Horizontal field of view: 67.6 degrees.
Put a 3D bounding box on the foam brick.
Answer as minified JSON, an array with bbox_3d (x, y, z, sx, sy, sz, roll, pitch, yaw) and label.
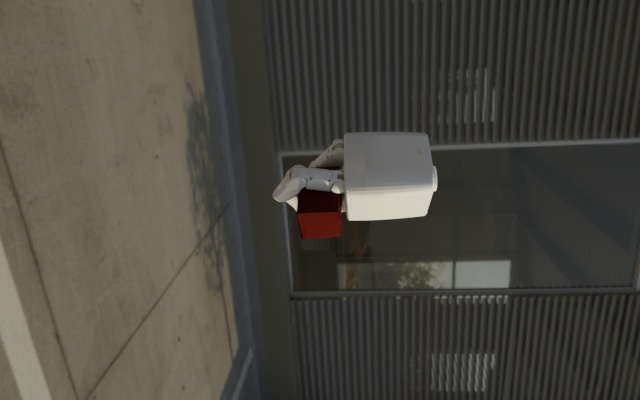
[{"bbox_3d":[0.000,0.002,0.602,0.051,0.078,0.053,-1,-40,5],"label":"foam brick"}]
